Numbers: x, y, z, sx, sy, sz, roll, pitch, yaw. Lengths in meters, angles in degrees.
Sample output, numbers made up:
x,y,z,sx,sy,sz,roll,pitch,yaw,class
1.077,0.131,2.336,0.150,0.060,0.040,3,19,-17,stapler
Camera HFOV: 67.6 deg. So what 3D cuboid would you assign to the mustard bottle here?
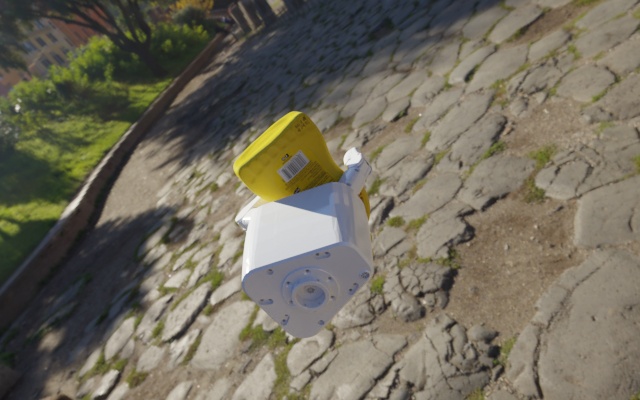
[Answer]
x,y,z,sx,sy,sz,roll,pitch,yaw,class
0.000,0.001,0.532,0.096,0.192,0.058,-44,24,-7,mustard bottle
